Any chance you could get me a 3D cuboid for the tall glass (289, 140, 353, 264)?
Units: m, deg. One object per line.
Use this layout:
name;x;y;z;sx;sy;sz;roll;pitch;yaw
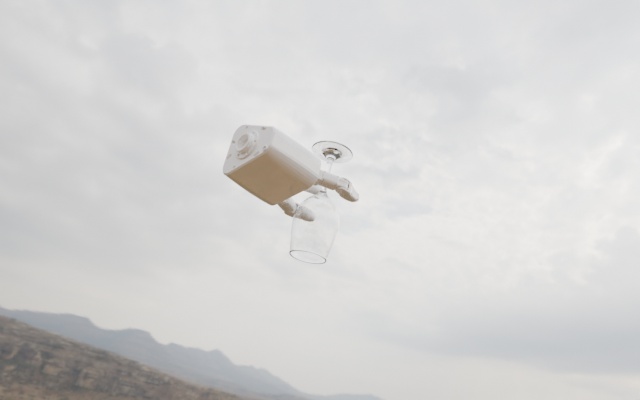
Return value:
tall glass;0.000;0.002;0.808;0.079;0.201;0.079;11;-23;5
